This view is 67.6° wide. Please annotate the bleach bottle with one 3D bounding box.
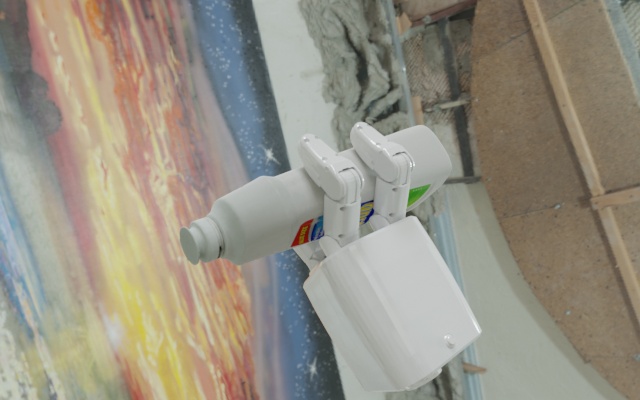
[{"bbox_3d":[0.000,0.001,0.410,0.251,0.068,0.103,-20,-17,-36],"label":"bleach bottle"}]
